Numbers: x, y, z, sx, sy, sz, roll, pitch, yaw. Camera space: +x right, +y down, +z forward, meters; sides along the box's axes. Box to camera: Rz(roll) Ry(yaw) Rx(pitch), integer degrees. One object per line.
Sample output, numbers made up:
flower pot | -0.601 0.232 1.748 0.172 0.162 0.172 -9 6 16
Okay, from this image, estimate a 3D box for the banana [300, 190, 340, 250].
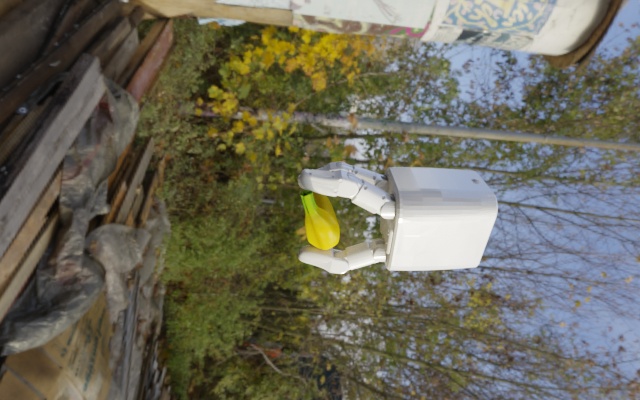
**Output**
banana | 0.002 0.021 0.562 0.037 0.069 0.198 -5 1 0
